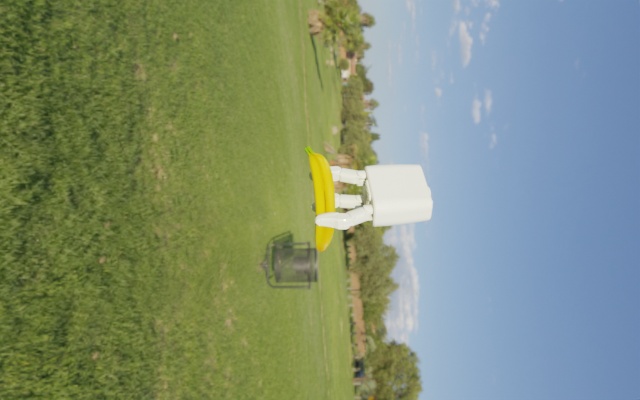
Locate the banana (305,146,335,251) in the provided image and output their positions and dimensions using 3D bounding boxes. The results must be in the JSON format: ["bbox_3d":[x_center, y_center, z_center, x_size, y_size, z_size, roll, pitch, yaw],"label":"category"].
[{"bbox_3d":[0.004,0.003,0.854,0.037,0.198,0.069,-7,11,-13],"label":"banana"}]
